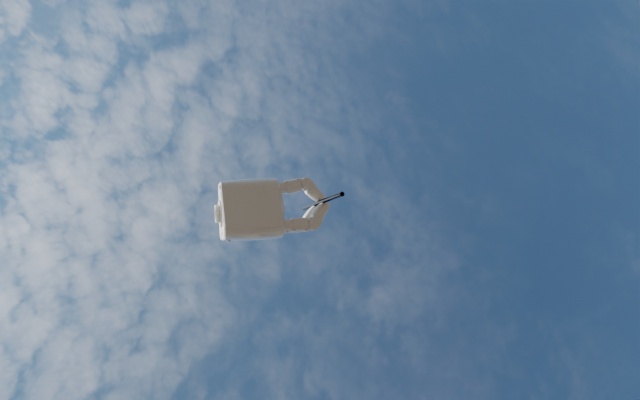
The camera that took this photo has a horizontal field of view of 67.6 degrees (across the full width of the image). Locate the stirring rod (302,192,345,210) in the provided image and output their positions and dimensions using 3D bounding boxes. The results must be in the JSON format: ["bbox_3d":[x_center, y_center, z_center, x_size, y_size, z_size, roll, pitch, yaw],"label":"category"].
[{"bbox_3d":[0.000,0.003,0.888,0.011,0.011,0.239,0,-6,-17],"label":"stirring rod"}]
